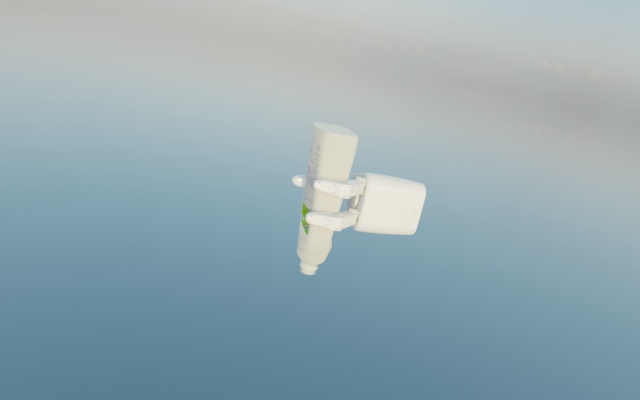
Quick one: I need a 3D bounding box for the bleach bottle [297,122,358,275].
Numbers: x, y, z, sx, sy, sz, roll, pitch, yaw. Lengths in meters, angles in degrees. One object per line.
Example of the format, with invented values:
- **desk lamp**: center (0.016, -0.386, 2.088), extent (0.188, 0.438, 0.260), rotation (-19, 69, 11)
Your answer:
- **bleach bottle**: center (0.000, 0.003, 0.802), extent (0.068, 0.251, 0.102), rotation (7, 18, -15)
